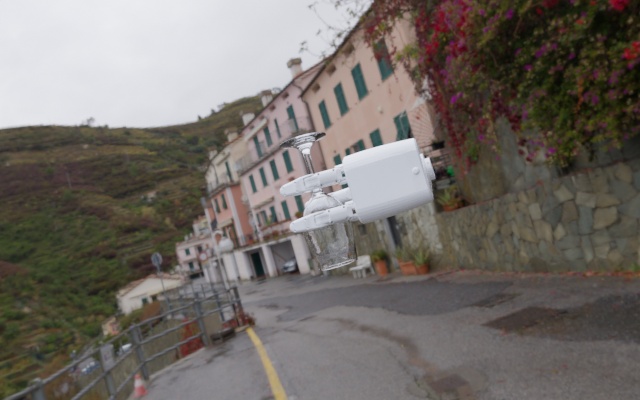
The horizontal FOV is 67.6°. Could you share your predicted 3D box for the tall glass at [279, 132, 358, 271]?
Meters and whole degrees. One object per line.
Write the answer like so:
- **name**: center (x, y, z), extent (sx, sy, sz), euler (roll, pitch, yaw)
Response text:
- **tall glass**: center (0.000, 0.002, 0.730), extent (0.079, 0.201, 0.079), euler (-16, -3, -1)
